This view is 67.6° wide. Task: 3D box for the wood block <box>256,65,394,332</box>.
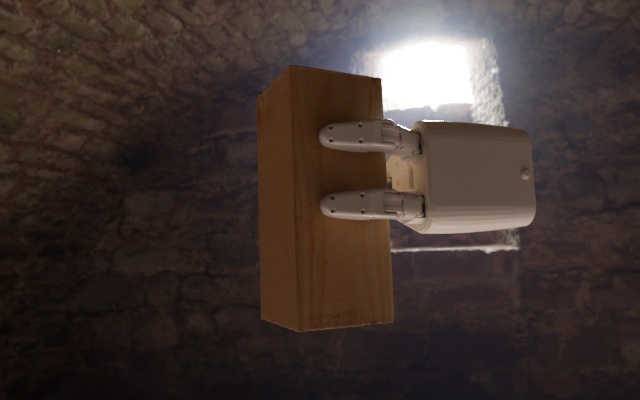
[{"bbox_3d":[0.000,0.001,0.422,0.090,0.206,0.091,1,-7,-25],"label":"wood block"}]
